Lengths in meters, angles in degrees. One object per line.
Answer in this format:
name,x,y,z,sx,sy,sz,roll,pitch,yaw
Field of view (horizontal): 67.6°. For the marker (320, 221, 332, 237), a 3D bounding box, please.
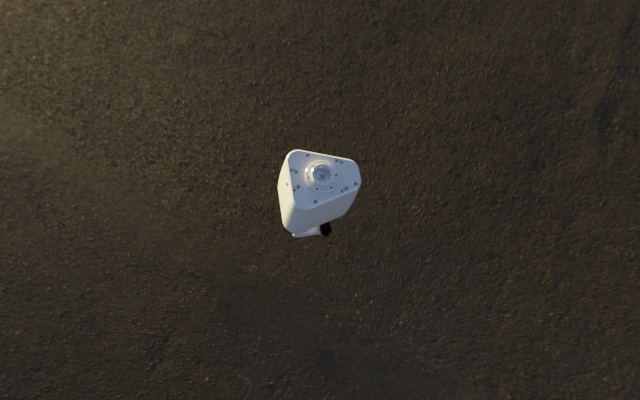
marker,0.000,0.003,0.813,0.020,0.121,0.020,-10,-18,-3
